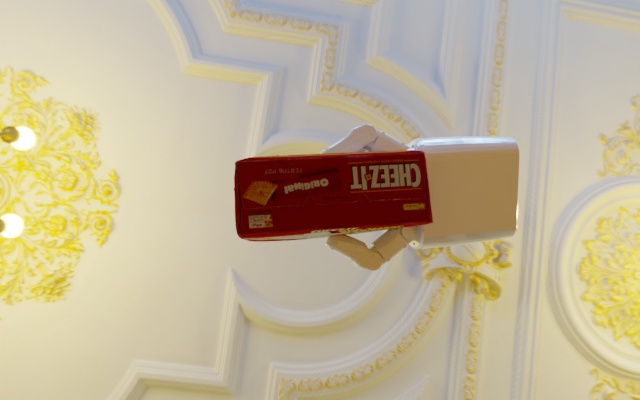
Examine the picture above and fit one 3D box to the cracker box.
[{"bbox_3d":[0.000,0.002,0.494,0.164,0.072,0.214,-4,-5,-7],"label":"cracker box"}]
